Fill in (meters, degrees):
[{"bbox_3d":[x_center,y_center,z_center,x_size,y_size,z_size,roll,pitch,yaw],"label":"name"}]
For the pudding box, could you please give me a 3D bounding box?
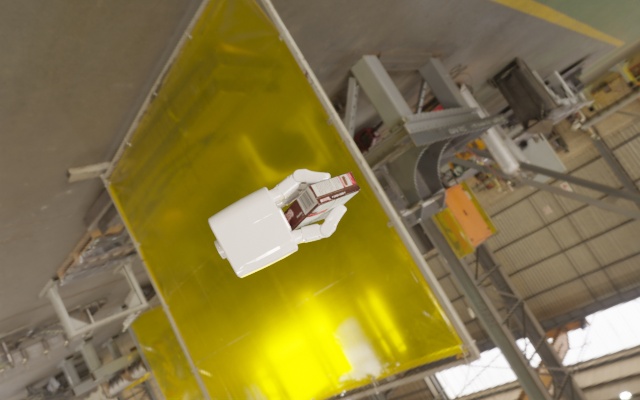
[{"bbox_3d":[0.000,0.003,0.787,0.090,0.039,0.113,-21,-12,-34],"label":"pudding box"}]
